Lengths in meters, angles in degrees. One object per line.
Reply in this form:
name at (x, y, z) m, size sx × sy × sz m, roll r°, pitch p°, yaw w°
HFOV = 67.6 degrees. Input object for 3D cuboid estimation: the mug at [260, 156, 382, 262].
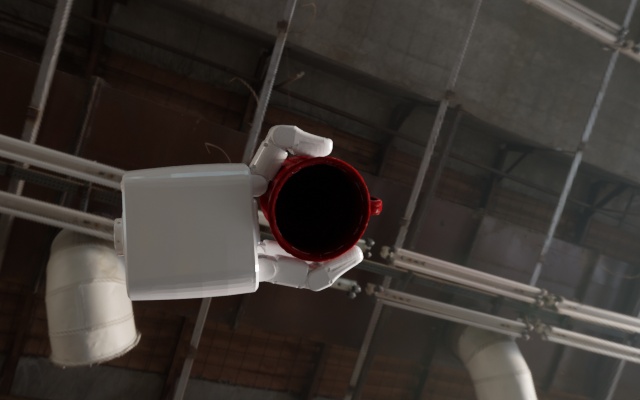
mug at (0.001, 0.001, 0.453) m, size 0.117 × 0.093 × 0.081 m, roll -2°, pitch 10°, yaw -17°
